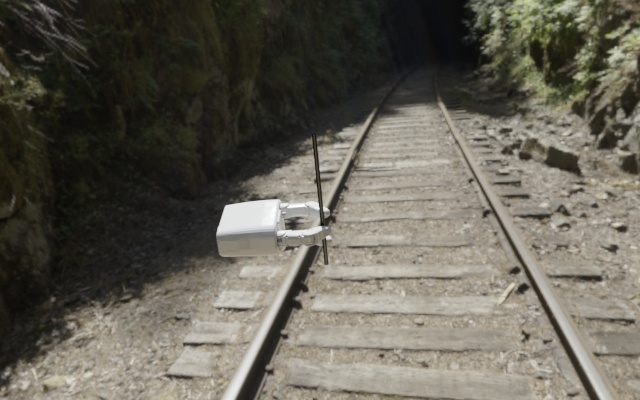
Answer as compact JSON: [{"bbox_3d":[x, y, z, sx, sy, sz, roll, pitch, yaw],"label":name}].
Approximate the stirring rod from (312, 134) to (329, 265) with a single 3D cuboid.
[{"bbox_3d":[0.000,0.003,0.840,0.011,0.239,0.011,-5,18,2],"label":"stirring rod"}]
